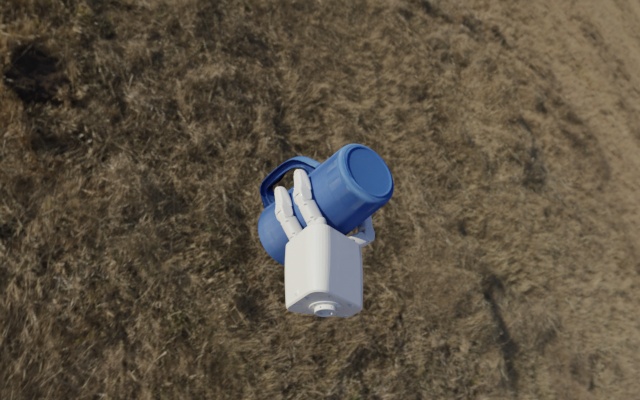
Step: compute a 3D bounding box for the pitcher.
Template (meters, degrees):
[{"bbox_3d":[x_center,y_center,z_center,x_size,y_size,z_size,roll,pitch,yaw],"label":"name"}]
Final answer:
[{"bbox_3d":[0.000,0.003,0.801,0.149,0.145,0.243,21,-39,-27],"label":"pitcher"}]
